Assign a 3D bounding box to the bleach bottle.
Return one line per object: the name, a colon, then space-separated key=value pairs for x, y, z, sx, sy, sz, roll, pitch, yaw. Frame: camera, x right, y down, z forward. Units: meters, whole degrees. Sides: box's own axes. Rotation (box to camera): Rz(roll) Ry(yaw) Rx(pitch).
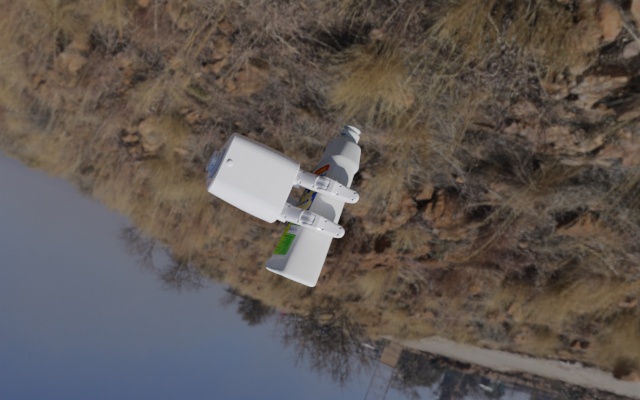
bleach bottle: x=0.000 y=0.002 z=0.738 sx=0.068 sy=0.250 sz=0.102 roll=26 pitch=-11 yaw=-19
